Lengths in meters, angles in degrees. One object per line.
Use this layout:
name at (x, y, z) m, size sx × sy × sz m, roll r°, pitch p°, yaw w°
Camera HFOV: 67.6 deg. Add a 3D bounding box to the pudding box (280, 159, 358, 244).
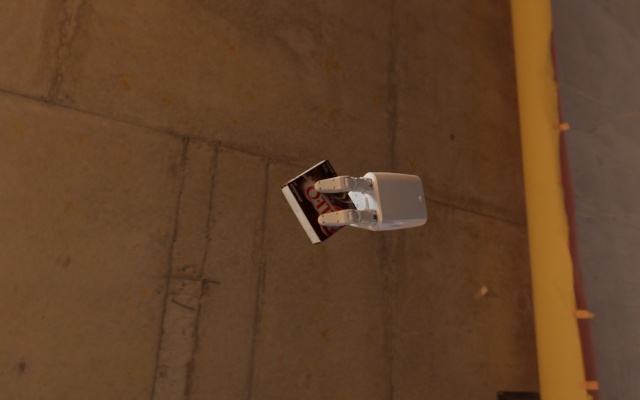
pudding box at (0.000, 0.003, 0.790) m, size 0.090 × 0.113 × 0.039 m, roll -34°, pitch 3°, yaw -29°
